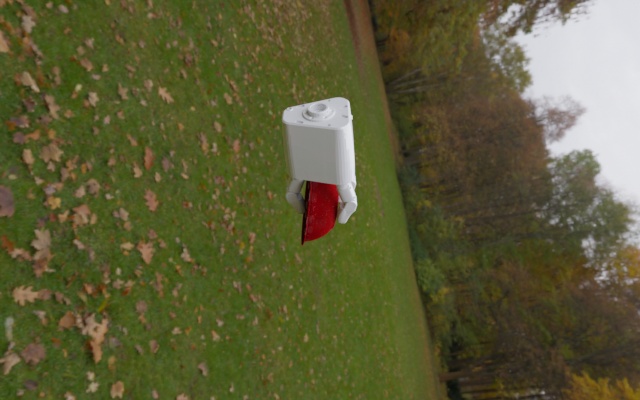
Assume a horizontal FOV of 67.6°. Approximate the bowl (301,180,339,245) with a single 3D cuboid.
[{"bbox_3d":[0.000,0.004,0.862,0.055,0.162,0.162,6,-1,-5],"label":"bowl"}]
